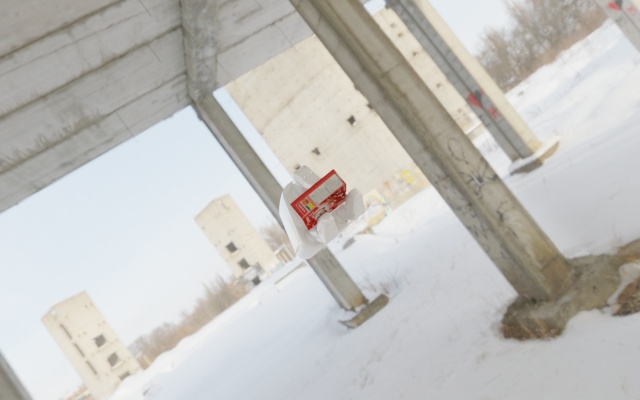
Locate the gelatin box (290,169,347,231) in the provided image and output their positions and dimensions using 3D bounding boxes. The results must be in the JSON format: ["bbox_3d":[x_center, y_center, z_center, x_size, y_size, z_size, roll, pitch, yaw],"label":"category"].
[{"bbox_3d":[0.000,0.002,0.645,0.073,0.030,0.089,-39,-13,-6],"label":"gelatin box"}]
